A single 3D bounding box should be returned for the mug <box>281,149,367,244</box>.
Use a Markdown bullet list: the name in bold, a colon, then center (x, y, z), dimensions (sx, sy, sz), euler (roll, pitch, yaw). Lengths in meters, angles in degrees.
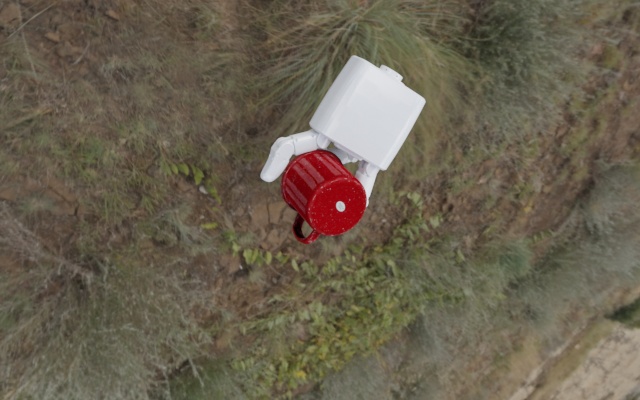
- **mug**: center (-0.001, 0.003, 0.605), dimensions (0.093, 0.117, 0.081), euler (24, 13, -33)
